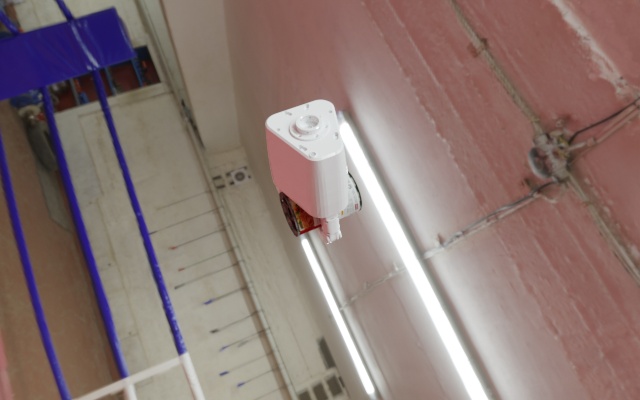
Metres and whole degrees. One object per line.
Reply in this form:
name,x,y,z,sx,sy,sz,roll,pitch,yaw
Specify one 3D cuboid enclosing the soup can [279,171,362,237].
soup can,0.000,0.003,0.688,0.102,0.068,0.068,-21,5,-13
